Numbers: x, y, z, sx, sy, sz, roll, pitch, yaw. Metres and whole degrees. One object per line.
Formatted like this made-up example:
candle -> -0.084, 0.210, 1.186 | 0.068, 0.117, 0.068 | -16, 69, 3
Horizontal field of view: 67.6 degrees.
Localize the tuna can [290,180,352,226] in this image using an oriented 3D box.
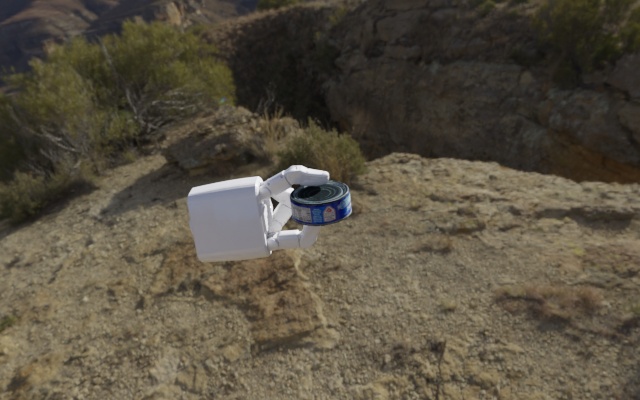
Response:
tuna can -> 0.000, 0.002, 0.670 | 0.086, 0.034, 0.086 | -6, 24, 2
